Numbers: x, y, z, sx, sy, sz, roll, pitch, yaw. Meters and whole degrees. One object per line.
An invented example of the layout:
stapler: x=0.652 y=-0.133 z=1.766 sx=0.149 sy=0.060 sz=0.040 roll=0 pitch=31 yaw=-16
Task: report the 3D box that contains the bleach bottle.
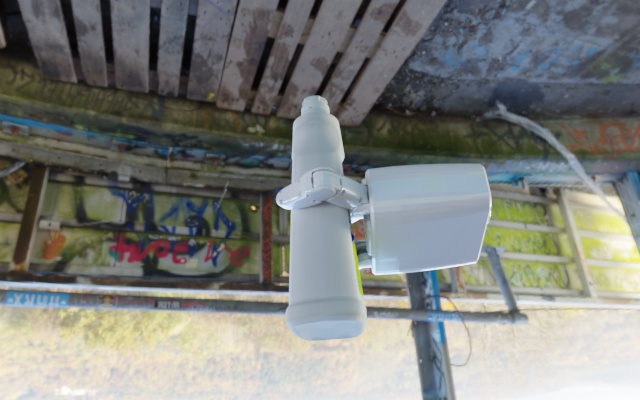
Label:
bleach bottle: x=0.000 y=0.002 z=0.468 sx=0.068 sy=0.250 sz=0.103 roll=-5 pitch=-25 yaw=3
